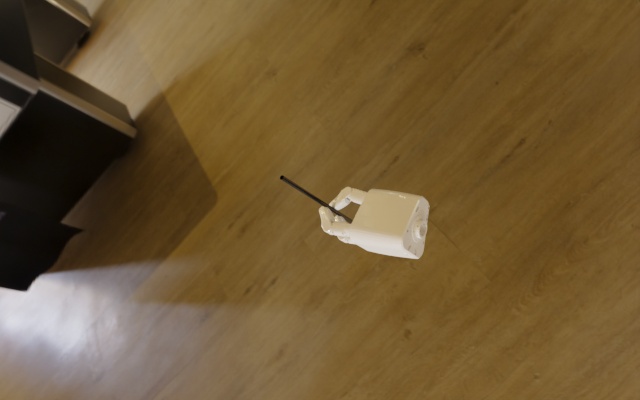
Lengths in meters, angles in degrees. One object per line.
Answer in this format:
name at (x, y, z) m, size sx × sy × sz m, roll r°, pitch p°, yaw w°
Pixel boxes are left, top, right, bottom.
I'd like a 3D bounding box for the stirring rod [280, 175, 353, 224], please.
stirring rod at (0.000, 0.003, 0.895) m, size 0.011 × 0.011 × 0.240 m, roll 0°, pitch -20°, yaw 35°
